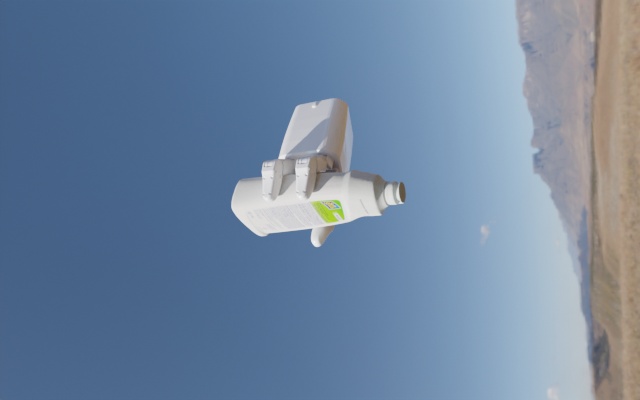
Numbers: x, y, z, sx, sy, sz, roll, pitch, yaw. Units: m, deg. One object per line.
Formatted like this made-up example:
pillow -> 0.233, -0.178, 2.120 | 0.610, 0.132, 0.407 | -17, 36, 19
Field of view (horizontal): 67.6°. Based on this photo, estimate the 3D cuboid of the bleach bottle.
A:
bleach bottle -> 0.000, 0.002, 0.687 | 0.251, 0.068, 0.103 | -4, -32, 28
